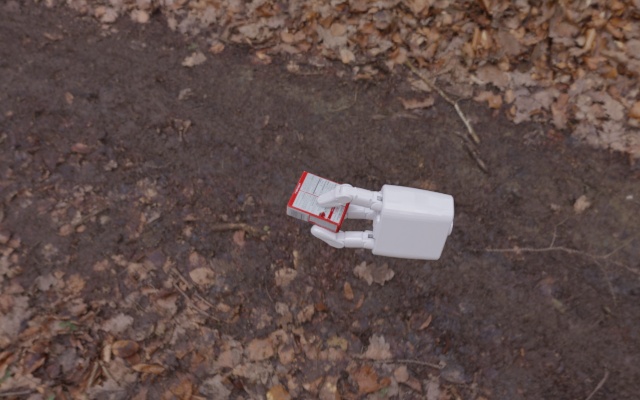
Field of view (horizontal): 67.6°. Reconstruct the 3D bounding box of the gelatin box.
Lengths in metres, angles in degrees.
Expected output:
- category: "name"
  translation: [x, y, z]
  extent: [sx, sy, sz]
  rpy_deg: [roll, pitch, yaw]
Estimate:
- category: "gelatin box"
  translation: [0.000, 0.002, 0.752]
  extent: [0.089, 0.073, 0.030]
  rpy_deg: [20, -32, 5]
